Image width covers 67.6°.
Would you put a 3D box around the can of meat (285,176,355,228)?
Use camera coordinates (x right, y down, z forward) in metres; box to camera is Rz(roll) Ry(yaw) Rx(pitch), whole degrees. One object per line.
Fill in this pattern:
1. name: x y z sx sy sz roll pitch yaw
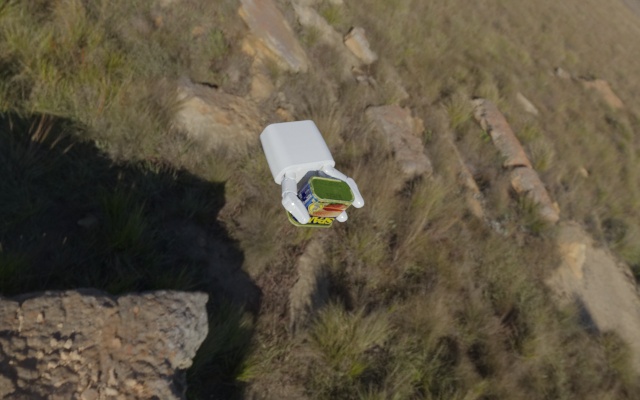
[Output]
1. can of meat: 0.000 0.003 0.876 0.102 0.057 0.084 6 -37 -38
